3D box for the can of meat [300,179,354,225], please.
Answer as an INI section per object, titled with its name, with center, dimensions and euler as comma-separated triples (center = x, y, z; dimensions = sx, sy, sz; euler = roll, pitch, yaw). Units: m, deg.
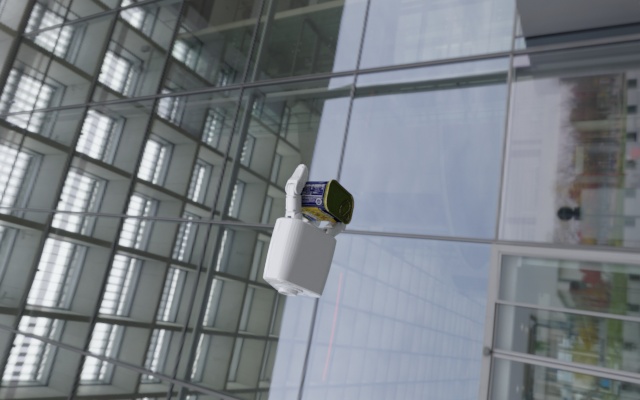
[can of meat]
center = 0.000, 0.003, 0.849
dimensions = 0.084, 0.057, 0.102
euler = 1, -20, 30
